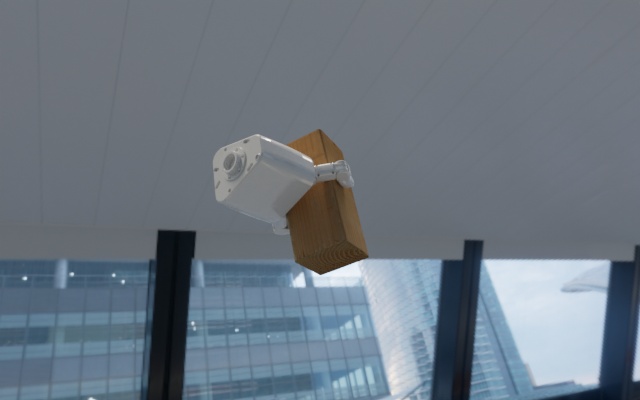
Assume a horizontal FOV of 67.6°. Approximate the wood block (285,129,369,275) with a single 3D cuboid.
[{"bbox_3d":[0.000,0.002,0.772,0.091,0.206,0.090,-23,-31,19],"label":"wood block"}]
